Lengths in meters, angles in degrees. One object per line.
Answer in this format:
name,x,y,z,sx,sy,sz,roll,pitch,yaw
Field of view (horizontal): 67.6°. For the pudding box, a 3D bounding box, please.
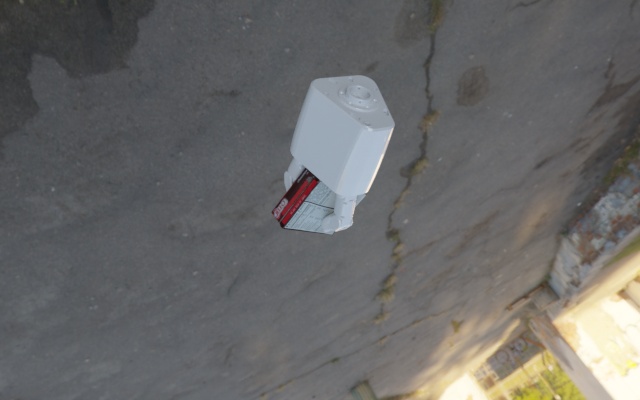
pudding box,0.000,0.002,0.668,0.113,0.090,0.039,14,33,-48
